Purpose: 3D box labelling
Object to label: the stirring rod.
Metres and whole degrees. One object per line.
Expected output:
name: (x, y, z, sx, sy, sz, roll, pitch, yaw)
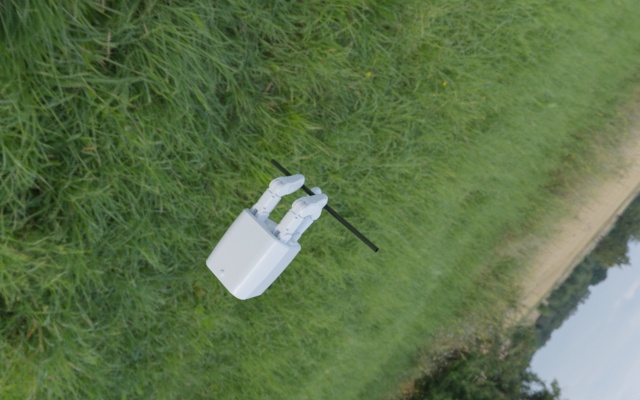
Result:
stirring rod: (0.000, 0.002, 0.734, 0.239, 0.011, 0.011, 40, 23, 29)
